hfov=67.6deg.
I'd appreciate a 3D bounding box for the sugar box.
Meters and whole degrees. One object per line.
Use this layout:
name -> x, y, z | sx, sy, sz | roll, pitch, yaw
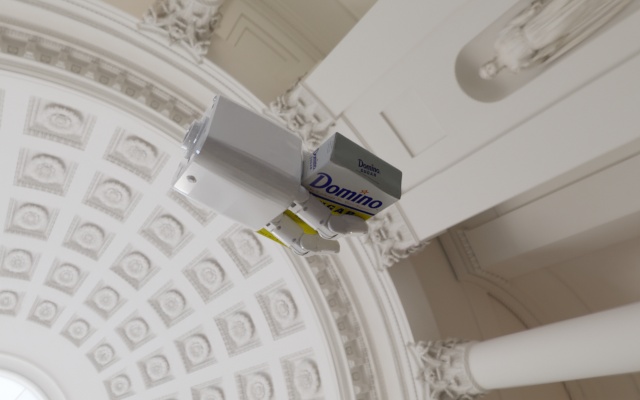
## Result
sugar box -> 0.000, 0.002, 0.546 | 0.093, 0.048, 0.176 | 28, -37, -23
